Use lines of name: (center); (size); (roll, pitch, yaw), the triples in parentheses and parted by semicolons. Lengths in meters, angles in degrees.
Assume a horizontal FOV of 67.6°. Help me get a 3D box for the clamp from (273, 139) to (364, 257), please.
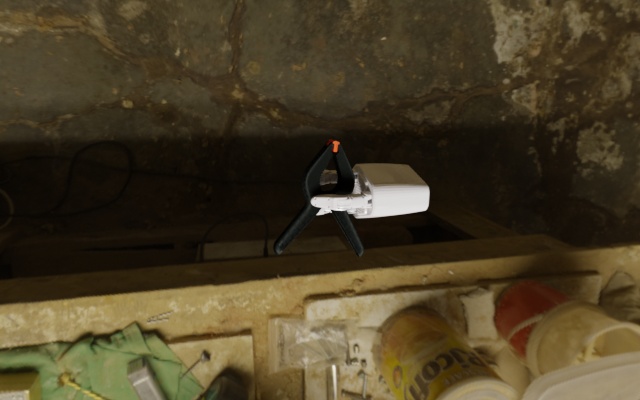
clamp: (0.001, 0.002, 0.812); (0.164, 0.210, 0.036); (-3, 13, -19)
